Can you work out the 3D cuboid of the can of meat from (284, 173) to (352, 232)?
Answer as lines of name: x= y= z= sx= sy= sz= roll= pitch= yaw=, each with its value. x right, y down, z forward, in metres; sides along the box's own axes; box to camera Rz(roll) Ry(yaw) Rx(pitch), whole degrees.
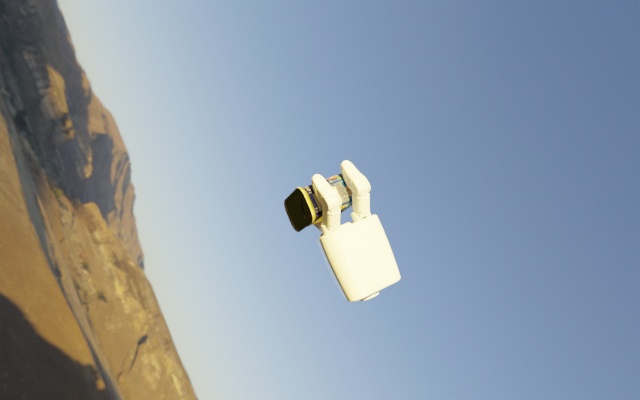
can of meat: x=0.000 y=0.002 z=0.749 sx=0.084 sy=0.057 sz=0.102 roll=-21 pitch=-8 yaw=-23
